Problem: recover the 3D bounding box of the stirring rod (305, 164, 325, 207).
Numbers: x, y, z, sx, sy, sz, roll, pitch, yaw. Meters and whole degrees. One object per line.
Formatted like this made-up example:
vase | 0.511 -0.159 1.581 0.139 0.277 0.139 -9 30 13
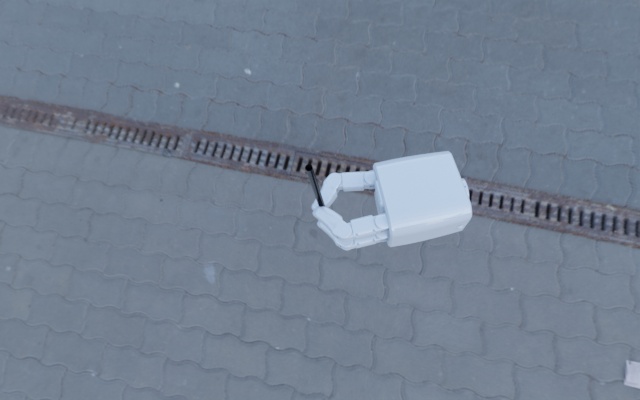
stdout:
stirring rod | 0.000 0.002 0.610 0.011 0.011 0.240 0 -17 6
